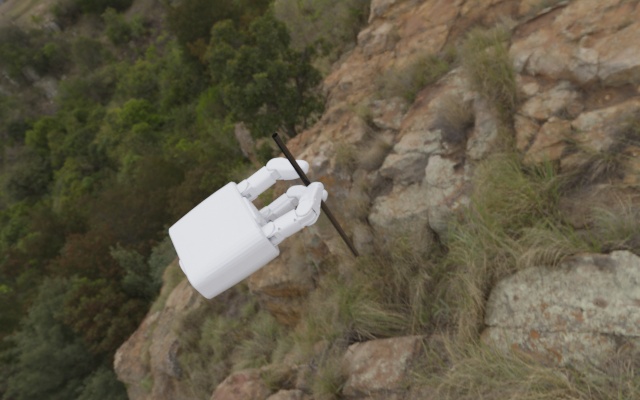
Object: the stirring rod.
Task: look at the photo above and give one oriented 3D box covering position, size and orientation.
[{"bbox_3d":[0.000,0.002,0.629,0.011,0.011,0.240,0,-40,35],"label":"stirring rod"}]
